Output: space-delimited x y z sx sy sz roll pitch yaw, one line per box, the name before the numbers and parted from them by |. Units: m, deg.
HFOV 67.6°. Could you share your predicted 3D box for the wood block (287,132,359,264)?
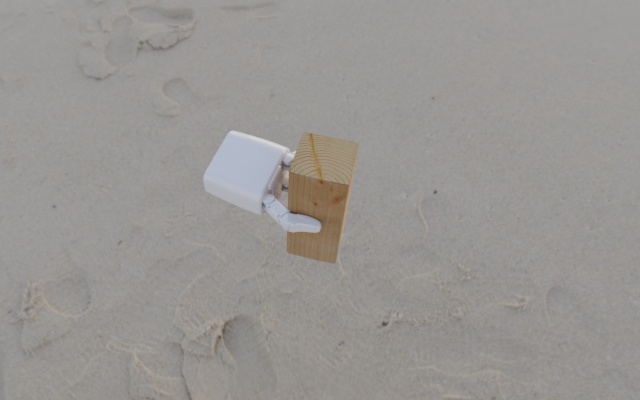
wood block | 0.000 0.003 0.773 0.090 0.090 0.206 12 -39 5
